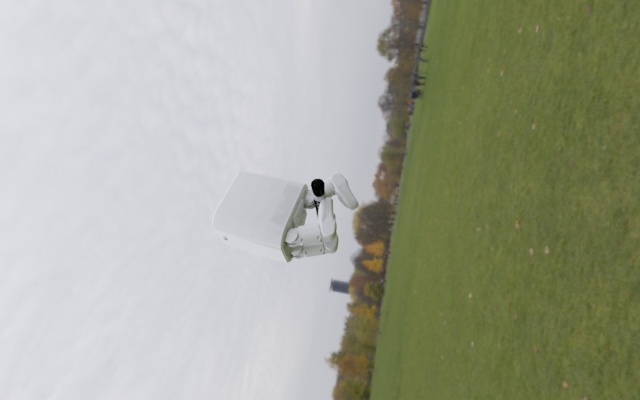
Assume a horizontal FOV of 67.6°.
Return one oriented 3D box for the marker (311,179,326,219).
[{"bbox_3d":[0.000,0.002,0.682,0.020,0.020,0.121,0,-25,5],"label":"marker"}]
